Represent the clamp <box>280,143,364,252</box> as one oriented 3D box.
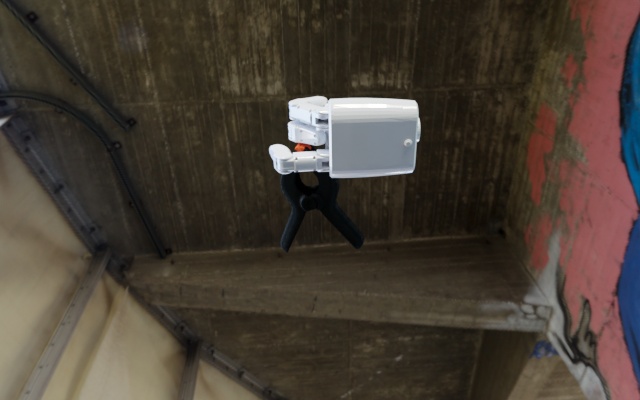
[{"bbox_3d":[0.000,0.002,0.651,0.120,0.172,0.039,0,32,4],"label":"clamp"}]
